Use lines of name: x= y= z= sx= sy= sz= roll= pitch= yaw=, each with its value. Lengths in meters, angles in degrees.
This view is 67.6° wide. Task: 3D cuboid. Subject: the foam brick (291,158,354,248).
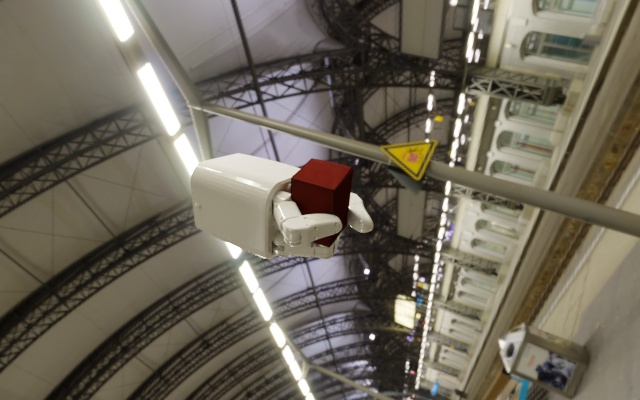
foam brick: x=0.000 y=0.001 z=0.524 sx=0.051 sy=0.078 sz=0.053 roll=18 pitch=36 yaw=19
